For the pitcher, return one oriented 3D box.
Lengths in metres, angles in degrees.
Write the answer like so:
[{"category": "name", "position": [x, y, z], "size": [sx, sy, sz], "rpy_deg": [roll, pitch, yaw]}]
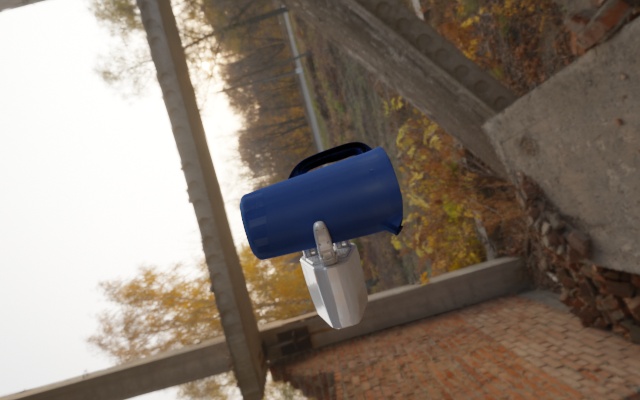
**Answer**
[{"category": "pitcher", "position": [0.000, 0.003, 0.758], "size": [0.243, 0.145, 0.149], "rpy_deg": [-16, 11, -1]}]
